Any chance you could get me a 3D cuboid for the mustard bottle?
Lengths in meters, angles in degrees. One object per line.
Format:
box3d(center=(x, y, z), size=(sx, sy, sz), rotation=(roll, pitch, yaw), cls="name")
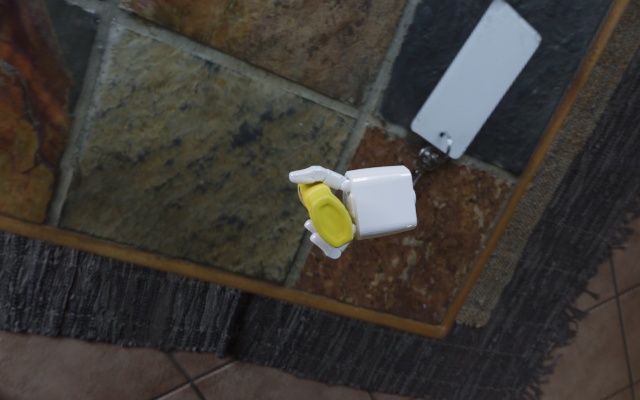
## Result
box3d(center=(0.000, 0.003, 0.826), size=(0.058, 0.096, 0.191), rotation=(-31, 23, 0), cls="mustard bottle")
